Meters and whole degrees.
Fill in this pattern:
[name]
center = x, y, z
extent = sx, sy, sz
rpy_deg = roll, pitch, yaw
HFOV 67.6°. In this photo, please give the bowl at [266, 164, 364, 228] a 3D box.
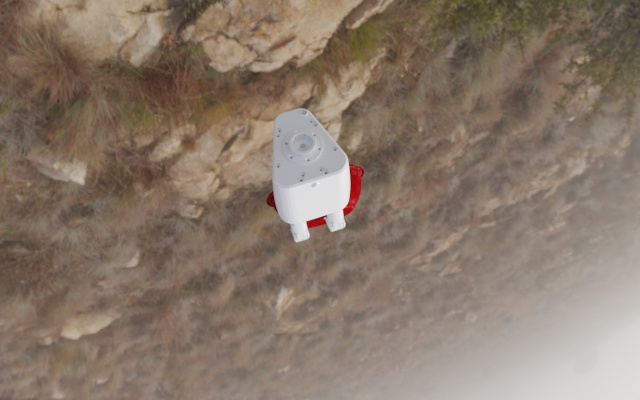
[bowl]
center = 0.001, 0.003, 0.746
extent = 0.162, 0.055, 0.162
rpy_deg = -18, -14, -4
